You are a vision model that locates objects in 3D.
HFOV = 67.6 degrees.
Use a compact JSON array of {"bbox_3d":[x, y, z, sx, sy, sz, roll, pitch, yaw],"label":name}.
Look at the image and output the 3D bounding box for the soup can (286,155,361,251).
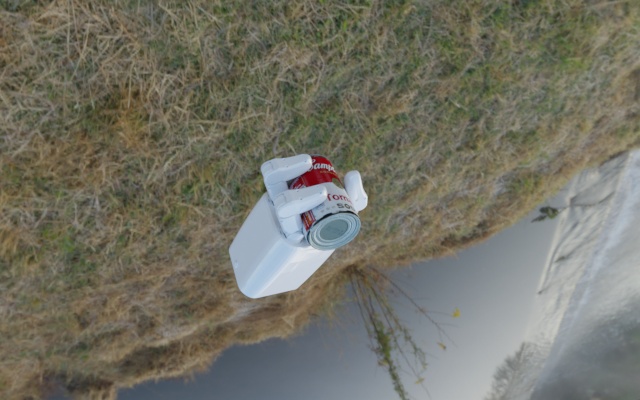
[{"bbox_3d":[0.001,0.002,0.583,0.068,0.068,0.102,0,44,-27],"label":"soup can"}]
